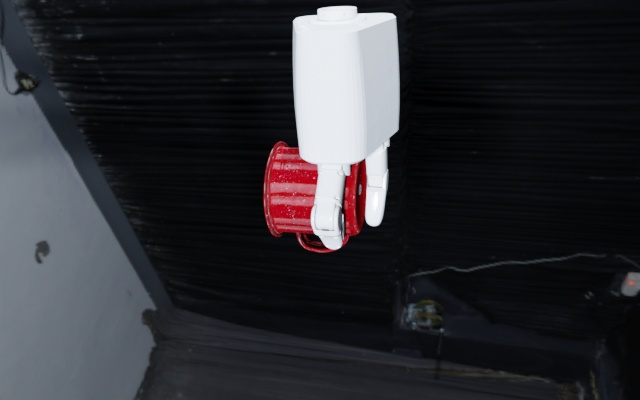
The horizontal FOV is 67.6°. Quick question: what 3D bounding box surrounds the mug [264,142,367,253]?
[{"bbox_3d":[0.000,0.003,0.464,0.081,0.117,0.093,3,29,13],"label":"mug"}]
